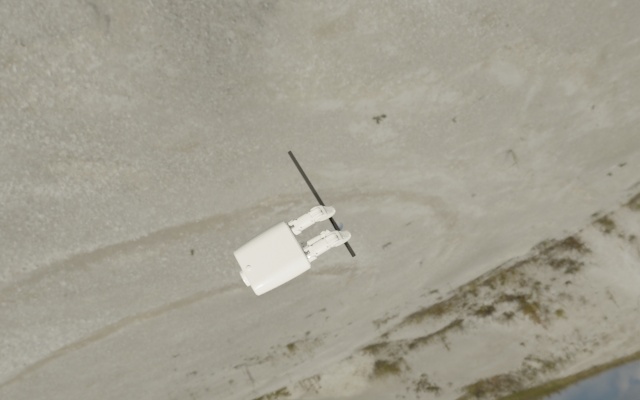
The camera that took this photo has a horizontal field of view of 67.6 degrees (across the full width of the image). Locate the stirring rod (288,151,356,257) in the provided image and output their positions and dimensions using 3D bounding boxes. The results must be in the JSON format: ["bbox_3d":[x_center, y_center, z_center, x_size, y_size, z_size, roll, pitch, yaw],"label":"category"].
[{"bbox_3d":[0.000,0.003,0.898,0.011,0.239,0.011,-29,-17,-10],"label":"stirring rod"}]
